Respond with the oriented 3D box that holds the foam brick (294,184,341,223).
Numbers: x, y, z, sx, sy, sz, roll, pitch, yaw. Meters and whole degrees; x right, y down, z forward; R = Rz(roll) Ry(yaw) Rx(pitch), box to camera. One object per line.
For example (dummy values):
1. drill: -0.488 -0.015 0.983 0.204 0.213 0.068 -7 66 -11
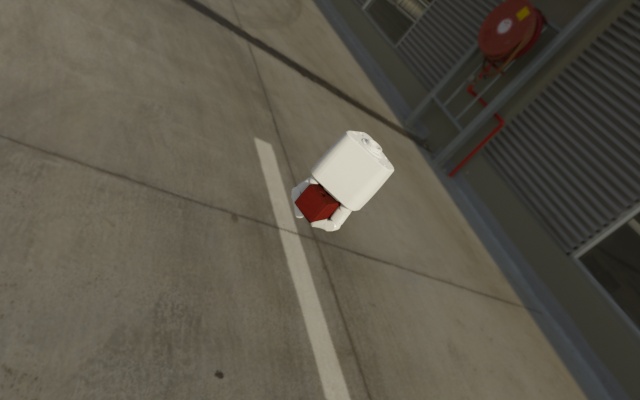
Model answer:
1. foam brick: 0.000 0.003 0.897 0.051 0.053 0.078 -48 -19 25
